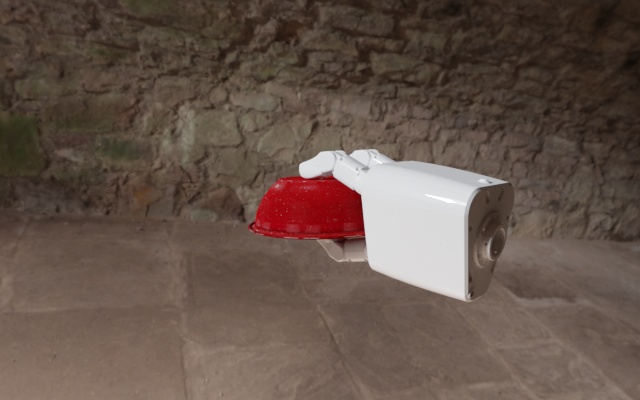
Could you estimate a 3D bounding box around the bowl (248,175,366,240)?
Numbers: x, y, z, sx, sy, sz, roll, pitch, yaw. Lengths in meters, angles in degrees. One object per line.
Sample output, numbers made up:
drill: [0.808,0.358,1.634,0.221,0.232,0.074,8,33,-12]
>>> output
bowl: [-0.001,0.001,0.531,0.162,0.055,0.162,-2,6,0]
